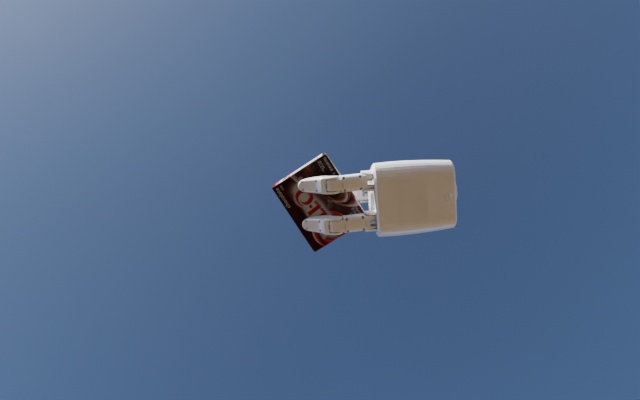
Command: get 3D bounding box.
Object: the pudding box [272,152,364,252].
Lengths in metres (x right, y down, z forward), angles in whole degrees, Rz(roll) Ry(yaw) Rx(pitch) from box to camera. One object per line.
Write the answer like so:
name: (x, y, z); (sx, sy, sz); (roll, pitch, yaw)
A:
pudding box: (0.000, 0.002, 0.672); (0.090, 0.113, 0.039); (-32, 7, 8)
